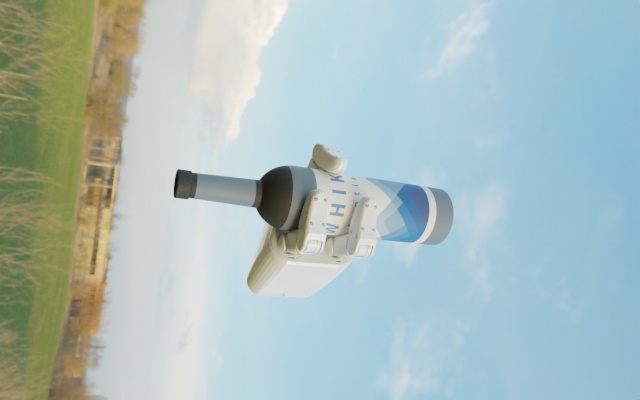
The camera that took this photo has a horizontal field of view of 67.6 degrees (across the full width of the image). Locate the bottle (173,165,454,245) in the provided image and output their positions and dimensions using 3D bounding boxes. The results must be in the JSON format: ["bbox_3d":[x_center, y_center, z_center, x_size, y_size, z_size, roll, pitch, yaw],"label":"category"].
[{"bbox_3d":[0.000,0.002,0.500,0.296,0.069,0.069,7,-3,-23],"label":"bottle"}]
